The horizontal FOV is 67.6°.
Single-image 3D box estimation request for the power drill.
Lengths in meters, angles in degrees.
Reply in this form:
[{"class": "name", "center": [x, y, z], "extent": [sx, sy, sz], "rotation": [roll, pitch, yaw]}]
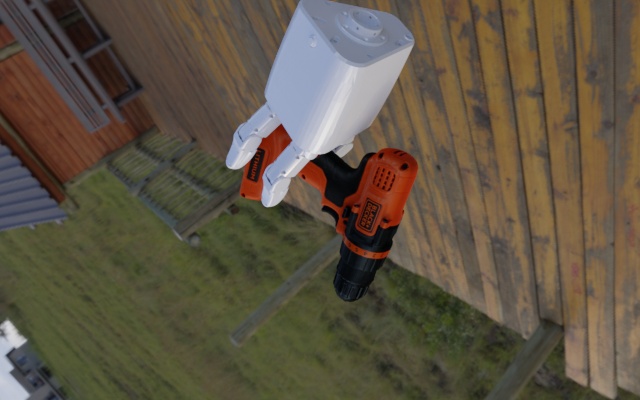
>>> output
[{"class": "power drill", "center": [0.000, 0.001, 0.534], "extent": [0.187, 0.184, 0.057], "rotation": [28, 26, 21]}]
